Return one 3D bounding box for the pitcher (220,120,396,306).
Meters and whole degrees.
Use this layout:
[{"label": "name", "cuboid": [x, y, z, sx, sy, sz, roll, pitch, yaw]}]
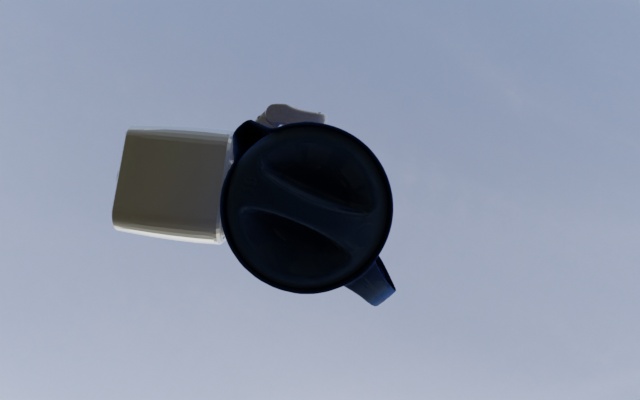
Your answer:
[{"label": "pitcher", "cuboid": [0.000, 0.001, 0.476, 0.145, 0.149, 0.243, 4, 7, 2]}]
